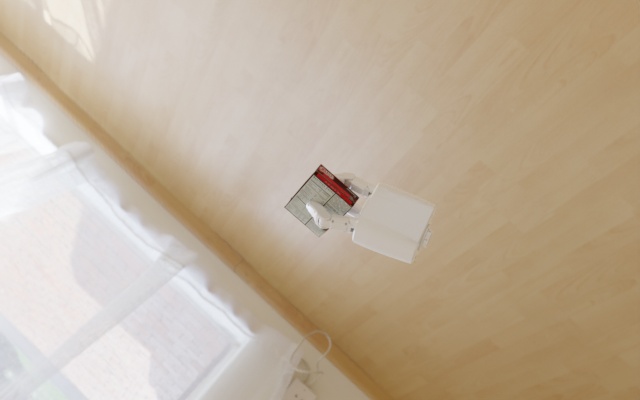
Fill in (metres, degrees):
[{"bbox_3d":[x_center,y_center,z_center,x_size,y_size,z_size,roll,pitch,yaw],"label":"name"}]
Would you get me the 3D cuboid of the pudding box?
[{"bbox_3d":[0.000,0.003,0.844,0.113,0.090,0.039,-46,3,41],"label":"pudding box"}]
